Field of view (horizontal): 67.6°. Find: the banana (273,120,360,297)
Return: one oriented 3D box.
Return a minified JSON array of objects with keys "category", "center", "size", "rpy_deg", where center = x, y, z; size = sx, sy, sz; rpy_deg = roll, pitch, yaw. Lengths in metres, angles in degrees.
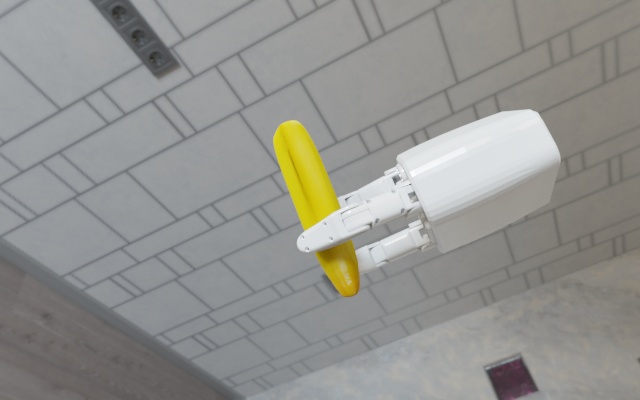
[{"category":"banana","center":[-0.007,-0.010,0.429],"size":[0.037,0.197,0.070],"rpy_deg":[-25,-36,5]}]
